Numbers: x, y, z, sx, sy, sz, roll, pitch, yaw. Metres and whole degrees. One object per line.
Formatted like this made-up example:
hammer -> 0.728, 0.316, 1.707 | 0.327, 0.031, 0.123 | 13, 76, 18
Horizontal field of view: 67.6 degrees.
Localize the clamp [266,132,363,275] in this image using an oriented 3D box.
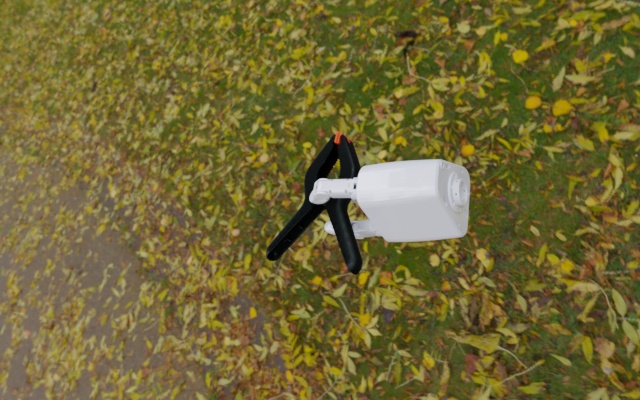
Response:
clamp -> 0.000, 0.001, 0.689 | 0.164, 0.210, 0.036 | -5, -24, 36
